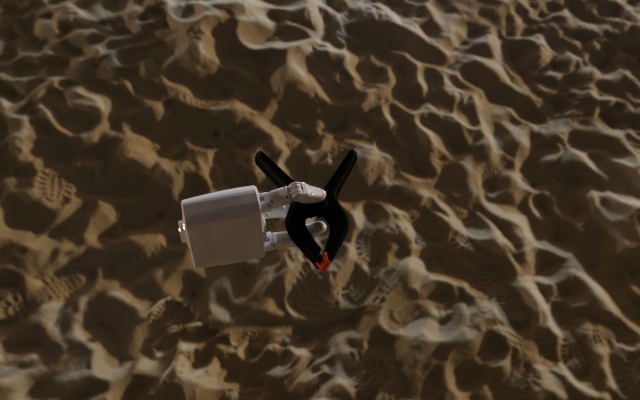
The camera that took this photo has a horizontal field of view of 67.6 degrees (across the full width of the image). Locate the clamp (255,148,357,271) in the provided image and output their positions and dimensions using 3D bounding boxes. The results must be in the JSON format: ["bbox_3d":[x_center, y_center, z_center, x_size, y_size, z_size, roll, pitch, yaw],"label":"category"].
[{"bbox_3d":[0.000,0.002,0.722,0.164,0.210,0.036,-10,-28,-14],"label":"clamp"}]
